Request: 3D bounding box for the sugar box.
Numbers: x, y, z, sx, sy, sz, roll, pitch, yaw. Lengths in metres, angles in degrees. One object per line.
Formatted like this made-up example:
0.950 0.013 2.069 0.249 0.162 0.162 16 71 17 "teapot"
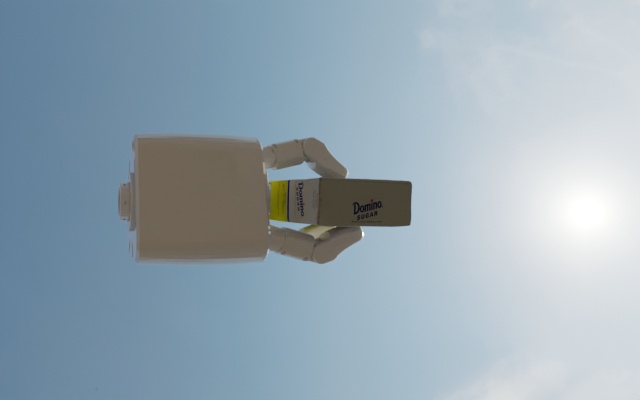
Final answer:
0.000 0.002 0.470 0.093 0.048 0.176 1 2 -26 "sugar box"
